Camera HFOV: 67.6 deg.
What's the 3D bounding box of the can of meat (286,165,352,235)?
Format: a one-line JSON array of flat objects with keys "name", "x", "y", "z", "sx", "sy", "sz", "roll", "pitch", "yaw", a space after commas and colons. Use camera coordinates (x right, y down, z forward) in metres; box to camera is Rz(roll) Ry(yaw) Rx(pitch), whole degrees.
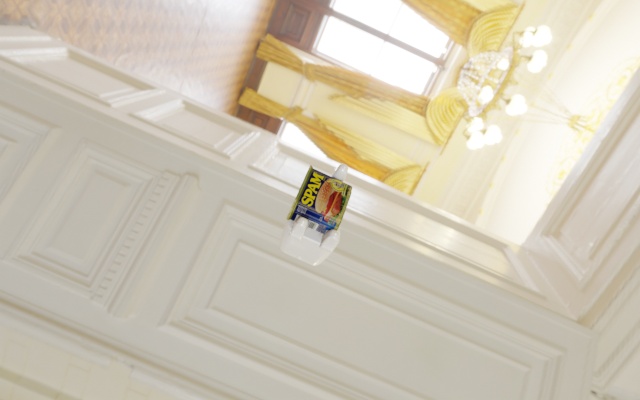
[{"name": "can of meat", "x": 0.000, "y": 0.003, "z": 0.807, "sx": 0.084, "sy": 0.102, "sz": 0.057, "roll": 25, "pitch": -35, "yaw": -3}]
